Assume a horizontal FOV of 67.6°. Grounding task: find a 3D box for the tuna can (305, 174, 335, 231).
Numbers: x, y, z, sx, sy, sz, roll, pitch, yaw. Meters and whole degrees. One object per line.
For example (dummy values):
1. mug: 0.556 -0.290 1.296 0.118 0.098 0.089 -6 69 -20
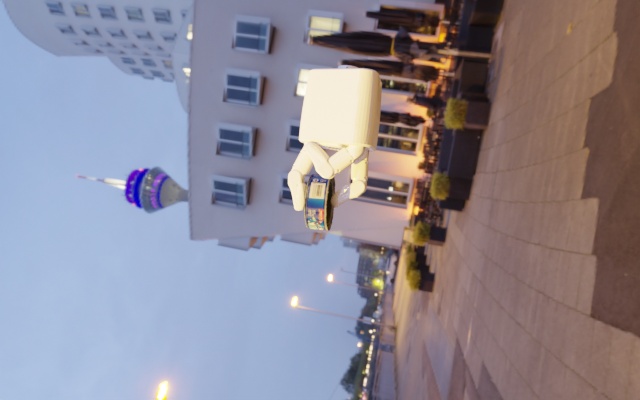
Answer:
1. tuna can: 0.000 0.002 0.731 0.034 0.086 0.086 4 1 9
